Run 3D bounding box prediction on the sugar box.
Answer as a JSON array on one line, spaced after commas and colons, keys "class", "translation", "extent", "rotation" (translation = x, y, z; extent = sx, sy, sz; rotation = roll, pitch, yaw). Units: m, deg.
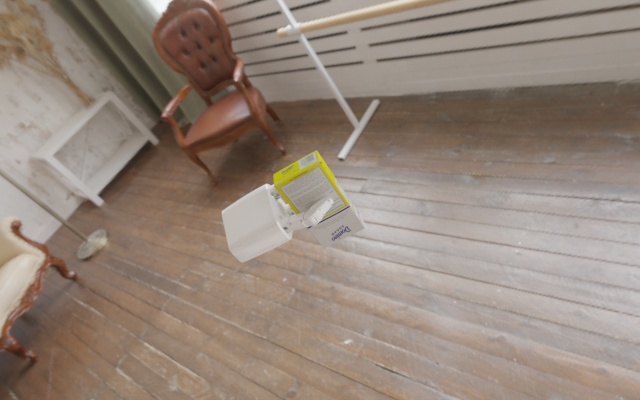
[{"class": "sugar box", "translation": [0.000, 0.003, 0.869], "extent": [0.093, 0.176, 0.048], "rotation": [-27, 37, 12]}]
